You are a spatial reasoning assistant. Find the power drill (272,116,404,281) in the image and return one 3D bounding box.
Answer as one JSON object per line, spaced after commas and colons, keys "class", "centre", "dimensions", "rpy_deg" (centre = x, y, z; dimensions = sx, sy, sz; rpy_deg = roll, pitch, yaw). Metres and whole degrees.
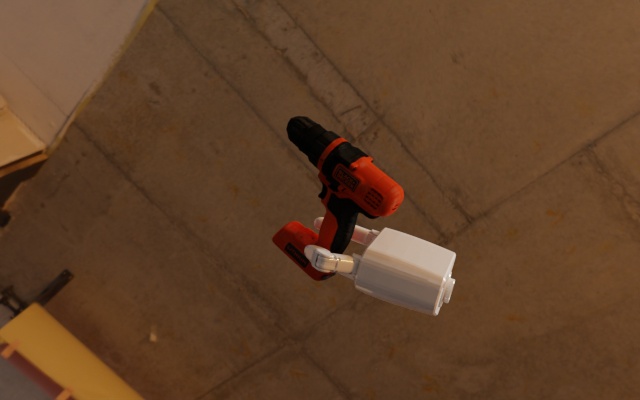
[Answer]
{"class": "power drill", "centre": [0.000, 0.003, 0.645], "dimensions": [0.184, 0.188, 0.057], "rpy_deg": [41, 37, 20]}
